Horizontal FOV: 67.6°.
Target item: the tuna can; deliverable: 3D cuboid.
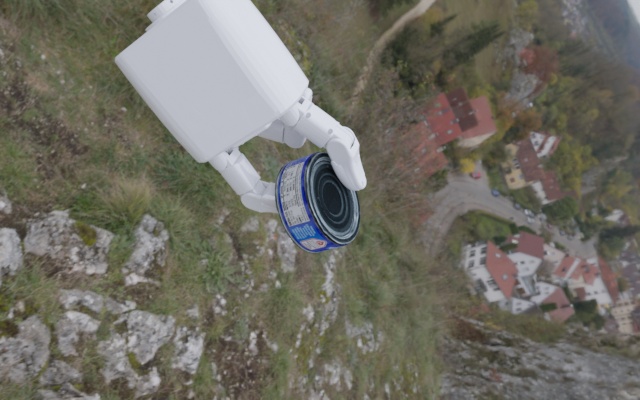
[{"bbox_3d":[0.001,0.001,0.420,0.034,0.086,0.086,-17,-9,32],"label":"tuna can"}]
